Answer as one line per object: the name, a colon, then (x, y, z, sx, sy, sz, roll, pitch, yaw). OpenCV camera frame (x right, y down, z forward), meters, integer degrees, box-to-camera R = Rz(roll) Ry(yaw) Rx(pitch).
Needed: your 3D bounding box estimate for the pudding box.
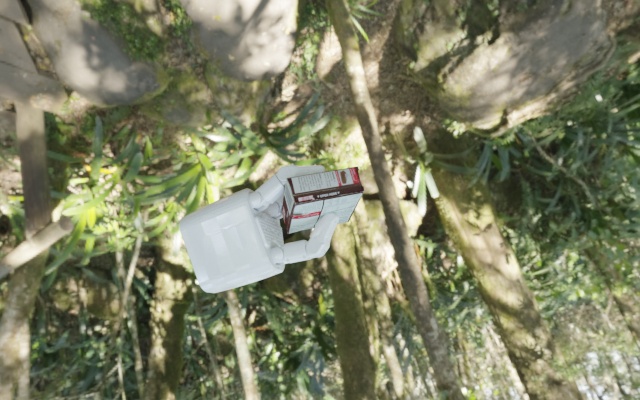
pudding box: (0.000, 0.002, 0.611, 0.090, 0.039, 0.113, -11, -19, -12)
